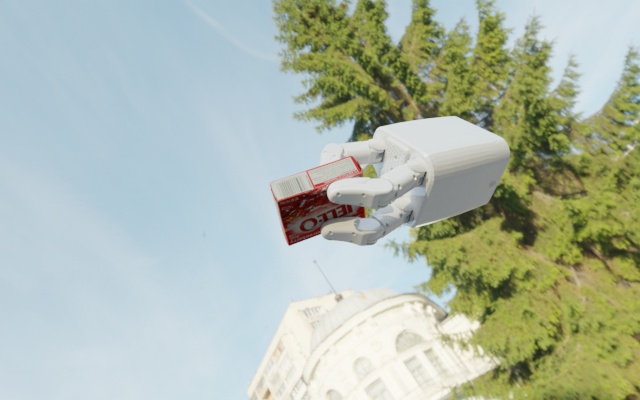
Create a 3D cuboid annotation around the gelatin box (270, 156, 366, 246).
[{"bbox_3d":[0.000,0.001,0.479,0.089,0.030,0.073,-19,-40,-8],"label":"gelatin box"}]
